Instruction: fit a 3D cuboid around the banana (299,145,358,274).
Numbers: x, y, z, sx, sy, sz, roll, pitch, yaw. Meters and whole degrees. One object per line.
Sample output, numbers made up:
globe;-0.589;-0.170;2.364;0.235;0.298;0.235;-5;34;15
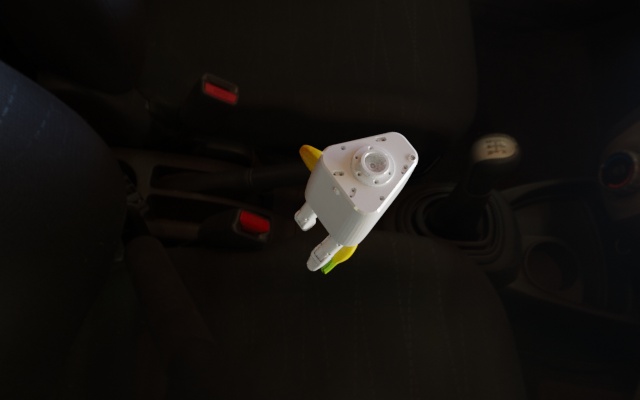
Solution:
banana;0.019;0.003;0.696;0.069;0.197;0.037;-7;-19;-11
